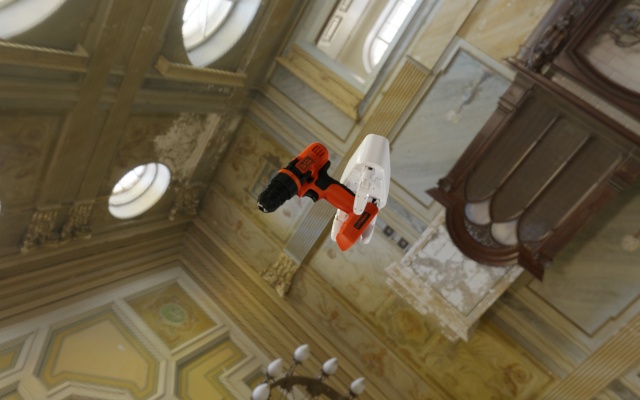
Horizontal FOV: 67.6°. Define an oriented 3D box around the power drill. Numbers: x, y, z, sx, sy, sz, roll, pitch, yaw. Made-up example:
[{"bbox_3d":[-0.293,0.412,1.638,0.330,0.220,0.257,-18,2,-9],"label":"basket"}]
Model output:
[{"bbox_3d":[0.001,0.003,0.871,0.184,0.187,0.057,-47,1,-30],"label":"power drill"}]
